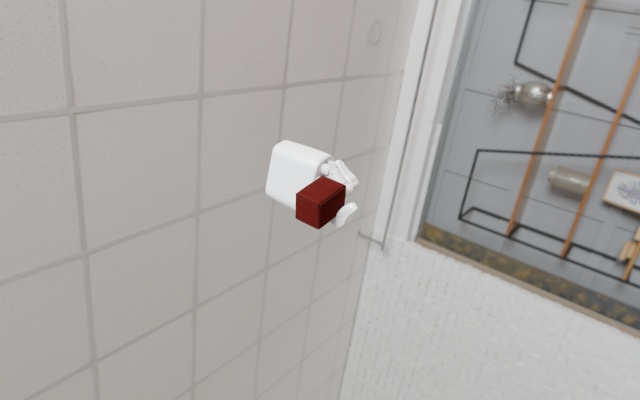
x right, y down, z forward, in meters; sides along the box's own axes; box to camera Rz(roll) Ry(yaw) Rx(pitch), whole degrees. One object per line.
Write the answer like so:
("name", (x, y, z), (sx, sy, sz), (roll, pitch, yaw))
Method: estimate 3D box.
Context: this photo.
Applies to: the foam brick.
("foam brick", (0.000, 0.003, 0.805), (0.051, 0.053, 0.078), (25, 39, 28))
